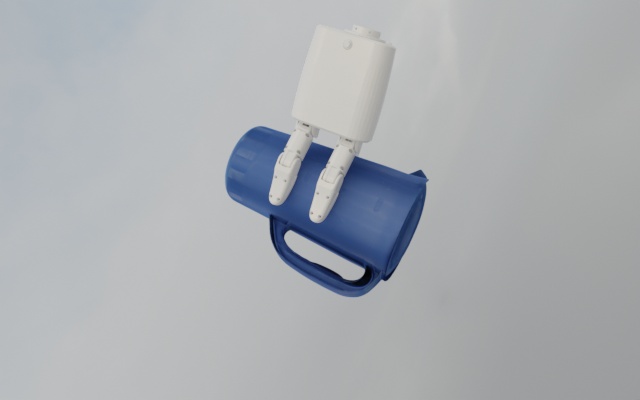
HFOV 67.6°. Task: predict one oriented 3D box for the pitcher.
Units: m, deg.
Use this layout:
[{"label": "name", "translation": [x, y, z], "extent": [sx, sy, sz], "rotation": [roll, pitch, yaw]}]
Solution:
[{"label": "pitcher", "translation": [0.000, 0.002, 0.600], "extent": [0.243, 0.145, 0.149], "rotation": [23, 22, 17]}]
